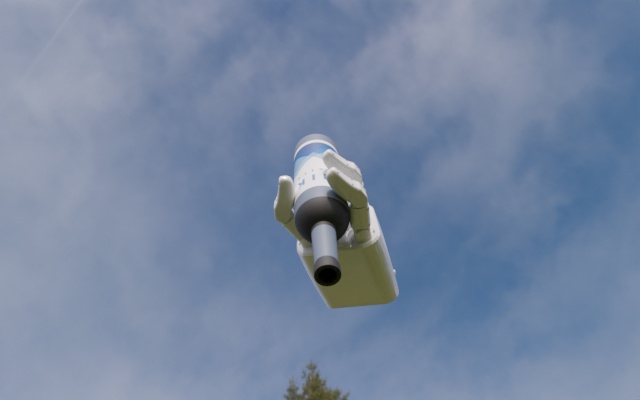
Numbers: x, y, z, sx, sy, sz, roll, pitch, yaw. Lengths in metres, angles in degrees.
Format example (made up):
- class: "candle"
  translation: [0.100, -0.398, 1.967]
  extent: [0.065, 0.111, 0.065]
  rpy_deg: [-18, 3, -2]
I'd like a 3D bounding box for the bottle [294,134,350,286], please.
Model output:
- class: "bottle"
  translation: [0.000, 0.002, 0.598]
  extent: [0.069, 0.069, 0.295]
  rpy_deg: [0, 30, -3]
